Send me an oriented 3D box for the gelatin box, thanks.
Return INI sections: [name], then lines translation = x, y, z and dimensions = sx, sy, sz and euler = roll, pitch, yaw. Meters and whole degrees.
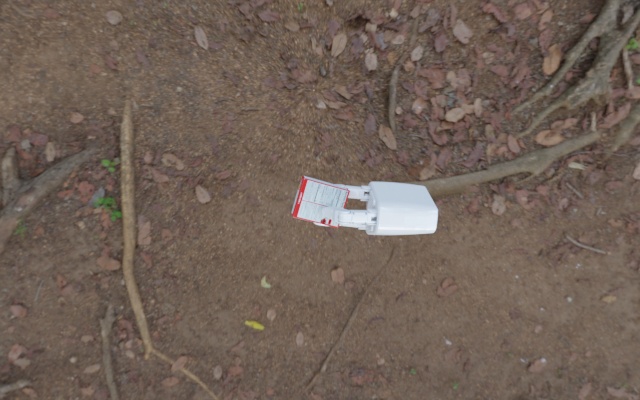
[gelatin box]
translation = 0.000, 0.003, 0.853
dimensions = 0.089, 0.073, 0.030
euler = 14, 11, -12
